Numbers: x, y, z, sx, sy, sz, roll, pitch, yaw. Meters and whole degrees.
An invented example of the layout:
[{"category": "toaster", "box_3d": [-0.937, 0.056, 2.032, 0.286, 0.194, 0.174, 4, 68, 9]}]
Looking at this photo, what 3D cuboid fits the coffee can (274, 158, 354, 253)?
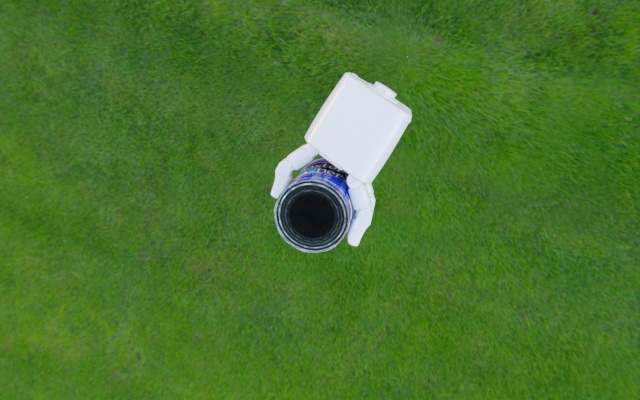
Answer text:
[{"category": "coffee can", "box_3d": [0.000, 0.002, 0.692, 0.103, 0.103, 0.140, 0, 16, 10]}]
